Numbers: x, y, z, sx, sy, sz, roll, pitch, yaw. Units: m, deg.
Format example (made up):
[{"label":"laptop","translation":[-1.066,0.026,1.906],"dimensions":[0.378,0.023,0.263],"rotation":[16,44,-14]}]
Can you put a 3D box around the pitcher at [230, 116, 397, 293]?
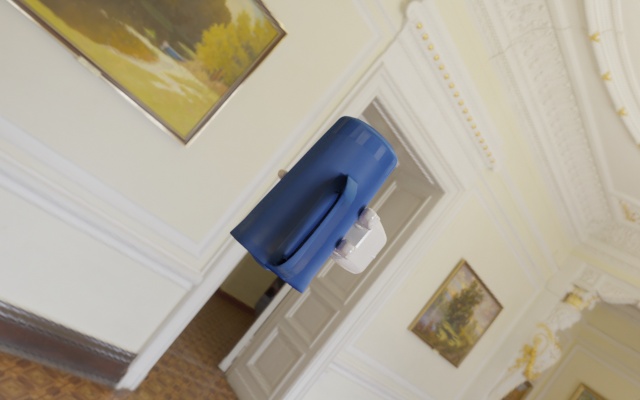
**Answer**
[{"label":"pitcher","translation":[0.000,0.002,0.672],"dimensions":[0.149,0.243,0.145],"rotation":[37,-6,30]}]
